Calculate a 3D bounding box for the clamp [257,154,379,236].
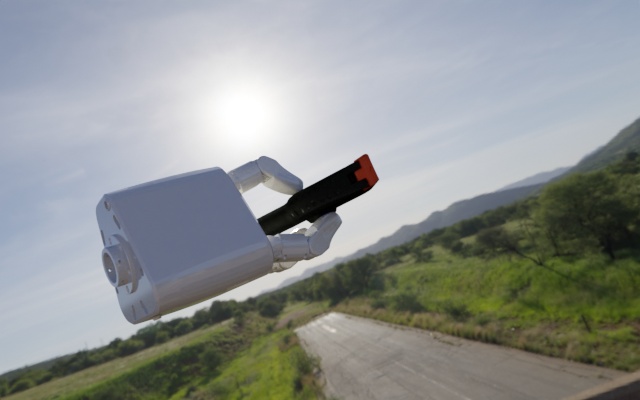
[{"bbox_3d":[0.000,0.001,0.511,0.164,0.036,0.210,-21,-7,-41],"label":"clamp"}]
